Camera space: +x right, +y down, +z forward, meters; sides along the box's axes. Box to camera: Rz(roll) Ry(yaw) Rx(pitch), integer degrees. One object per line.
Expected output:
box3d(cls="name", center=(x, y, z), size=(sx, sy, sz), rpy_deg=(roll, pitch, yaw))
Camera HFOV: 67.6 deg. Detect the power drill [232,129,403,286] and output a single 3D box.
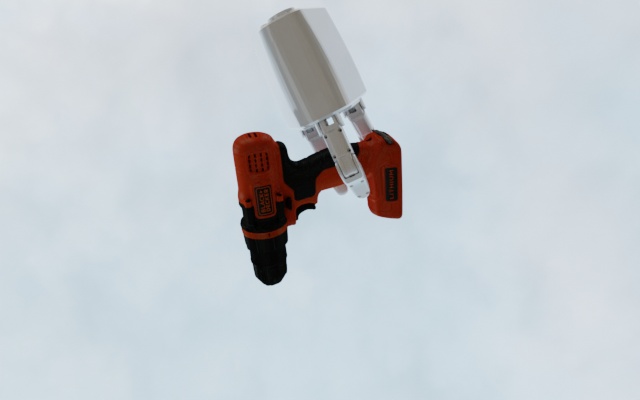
box3d(cls="power drill", center=(0.000, 0.001, 0.546), size=(0.187, 0.184, 0.057), rpy_deg=(-13, 28, -16))
